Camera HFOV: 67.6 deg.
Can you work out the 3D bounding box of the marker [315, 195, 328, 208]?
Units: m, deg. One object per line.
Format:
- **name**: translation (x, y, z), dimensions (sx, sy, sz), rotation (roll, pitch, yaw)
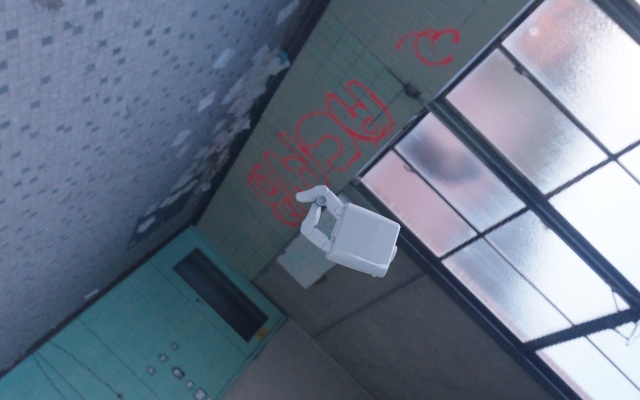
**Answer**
- **marker**: translation (0.000, 0.003, 0.879), dimensions (0.020, 0.020, 0.121), rotation (0, -4, -3)
